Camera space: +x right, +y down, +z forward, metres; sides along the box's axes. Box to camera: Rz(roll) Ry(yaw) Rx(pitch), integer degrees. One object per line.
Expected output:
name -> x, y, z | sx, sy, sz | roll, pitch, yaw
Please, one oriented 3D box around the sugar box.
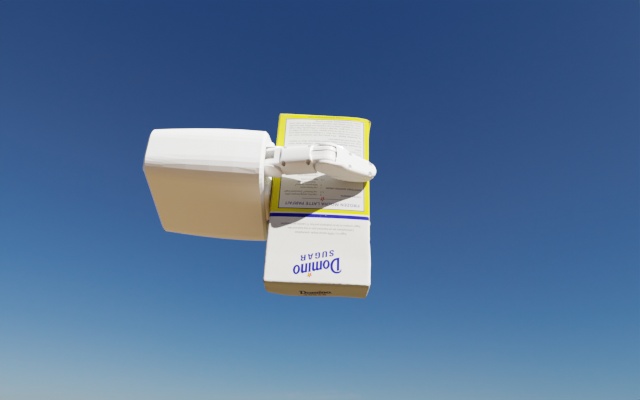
sugar box -> 0.000, 0.002, 0.455 | 0.093, 0.176, 0.048 | 3, -25, 1
